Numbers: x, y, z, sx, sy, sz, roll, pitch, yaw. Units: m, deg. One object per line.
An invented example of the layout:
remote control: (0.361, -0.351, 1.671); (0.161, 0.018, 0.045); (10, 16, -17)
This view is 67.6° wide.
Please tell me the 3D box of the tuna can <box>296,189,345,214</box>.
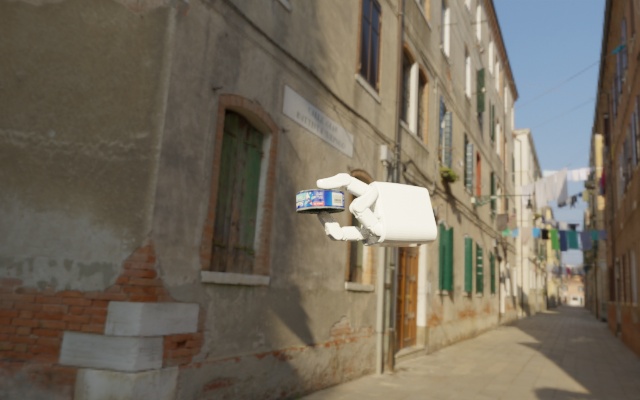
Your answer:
tuna can: (0.000, 0.002, 0.839); (0.086, 0.033, 0.086); (-2, -8, 0)
